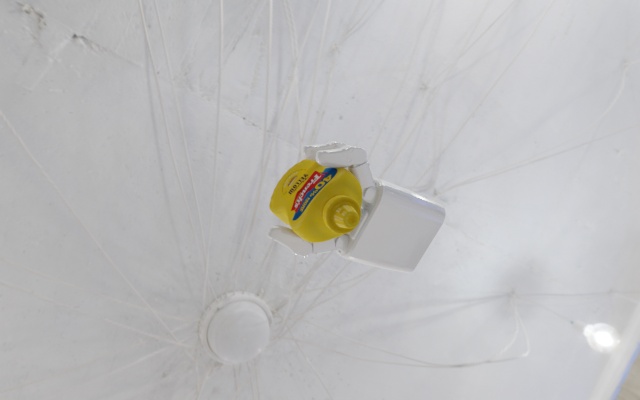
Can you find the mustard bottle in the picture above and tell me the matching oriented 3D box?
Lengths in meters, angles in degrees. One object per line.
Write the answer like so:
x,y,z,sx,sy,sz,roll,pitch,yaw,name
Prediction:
0.000,0.002,0.574,0.058,0.096,0.191,44,-5,-23,mustard bottle
